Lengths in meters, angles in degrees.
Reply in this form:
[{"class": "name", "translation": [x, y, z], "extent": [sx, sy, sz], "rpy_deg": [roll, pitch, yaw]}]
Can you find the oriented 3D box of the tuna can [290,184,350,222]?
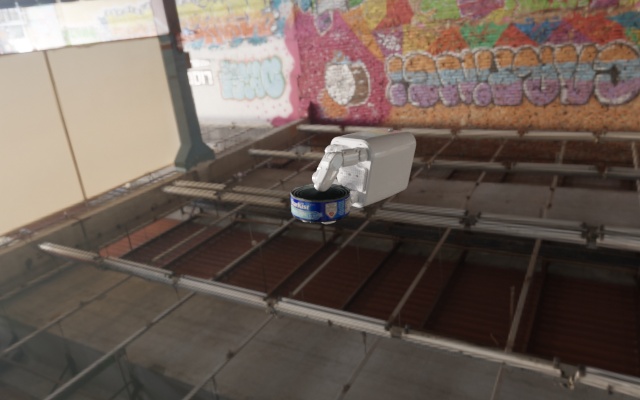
[{"class": "tuna can", "translation": [0.000, 0.003, 0.686], "extent": [0.086, 0.034, 0.086], "rpy_deg": [-1, 18, 0]}]
